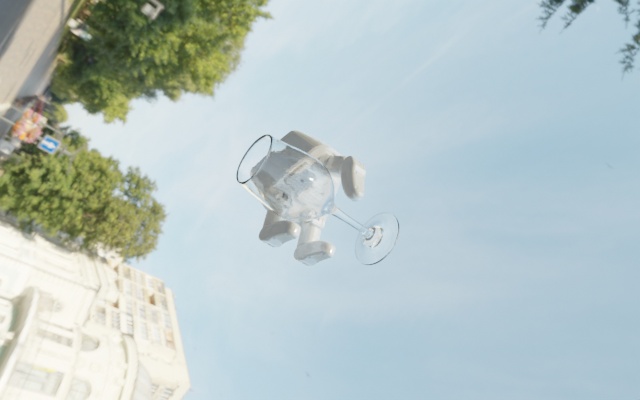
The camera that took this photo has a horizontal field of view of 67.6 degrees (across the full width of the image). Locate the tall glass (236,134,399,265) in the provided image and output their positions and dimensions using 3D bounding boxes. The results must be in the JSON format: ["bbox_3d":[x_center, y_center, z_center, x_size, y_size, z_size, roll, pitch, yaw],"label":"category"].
[{"bbox_3d":[0.001,0.002,0.561,0.201,0.079,0.079,33,-19,-31],"label":"tall glass"}]
